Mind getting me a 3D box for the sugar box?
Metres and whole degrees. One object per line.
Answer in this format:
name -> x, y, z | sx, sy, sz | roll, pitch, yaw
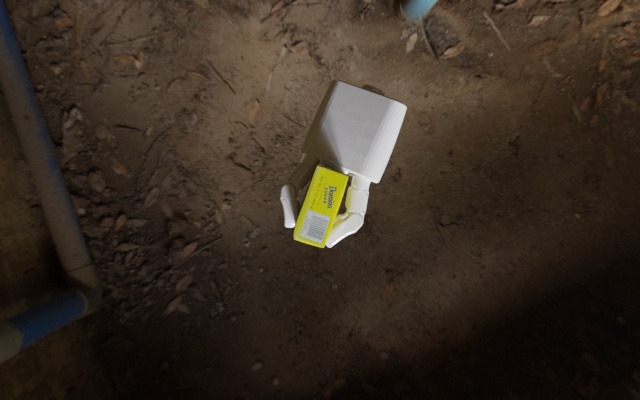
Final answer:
sugar box -> 0.001, 0.002, 0.642 | 0.048, 0.093, 0.176 | 20, 4, 1
